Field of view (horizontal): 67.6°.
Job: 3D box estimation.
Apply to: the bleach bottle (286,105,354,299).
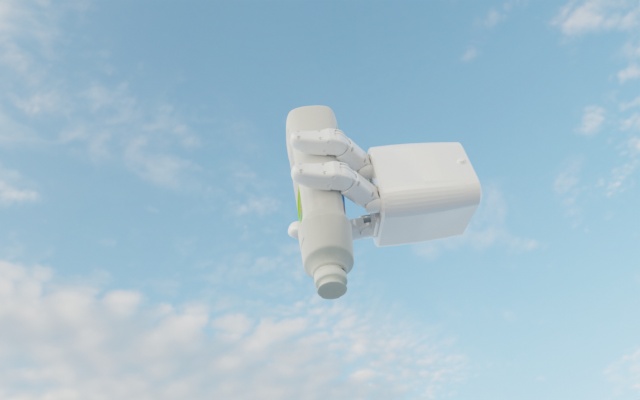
[{"bbox_3d":[0.000,0.002,0.534,0.068,0.103,0.250,-6,45,-1],"label":"bleach bottle"}]
